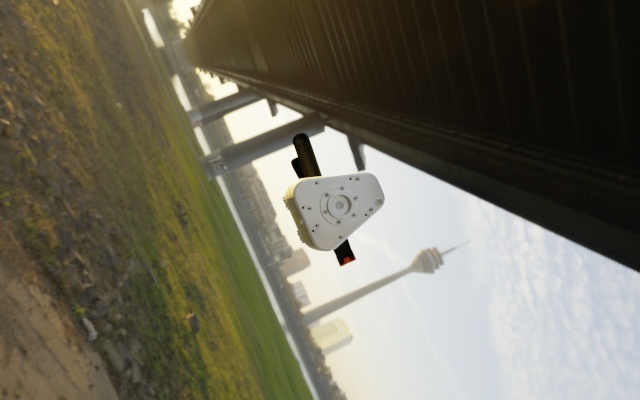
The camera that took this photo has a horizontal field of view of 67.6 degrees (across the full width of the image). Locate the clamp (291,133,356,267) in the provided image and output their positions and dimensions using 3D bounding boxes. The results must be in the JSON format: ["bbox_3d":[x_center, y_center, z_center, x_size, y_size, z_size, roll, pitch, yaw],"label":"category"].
[{"bbox_3d":[0.001,0.003,0.763,0.036,0.210,0.164,-23,2,-6],"label":"clamp"}]
